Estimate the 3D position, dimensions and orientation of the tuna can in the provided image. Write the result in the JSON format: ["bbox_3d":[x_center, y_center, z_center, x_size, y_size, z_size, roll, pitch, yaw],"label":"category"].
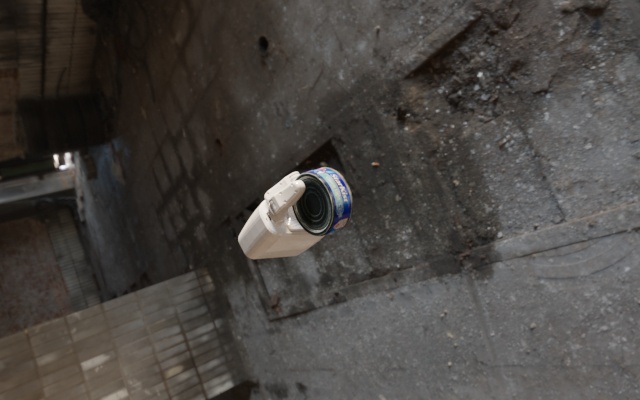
[{"bbox_3d":[0.000,0.002,0.614,0.034,0.086,0.086,-15,10,-40],"label":"tuna can"}]
